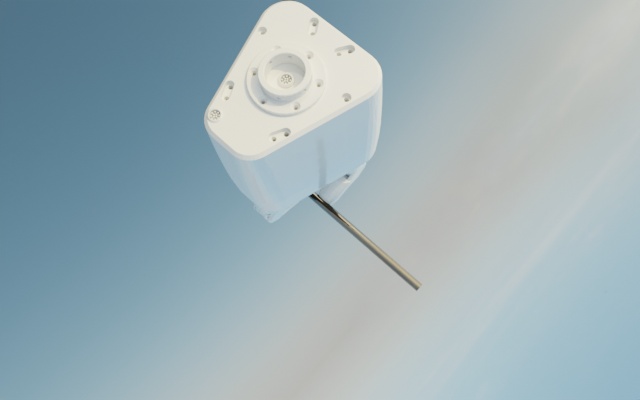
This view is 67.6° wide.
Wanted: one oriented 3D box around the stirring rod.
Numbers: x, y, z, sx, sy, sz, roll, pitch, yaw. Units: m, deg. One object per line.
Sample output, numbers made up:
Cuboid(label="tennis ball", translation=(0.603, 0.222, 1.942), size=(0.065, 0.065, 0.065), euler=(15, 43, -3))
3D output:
Cuboid(label="stirring rod", translation=(0.000, 0.001, 0.454), size=(0.239, 0.011, 0.011), euler=(41, 11, 12))
